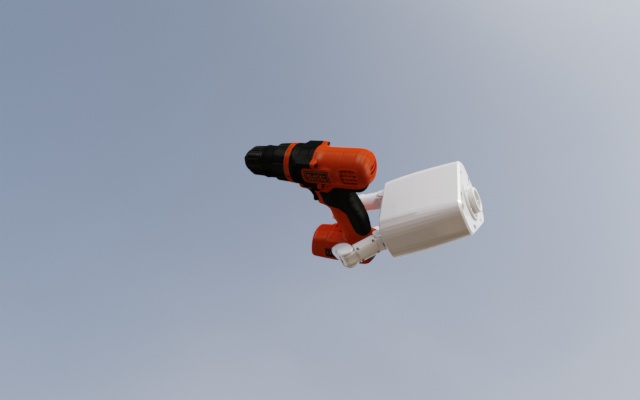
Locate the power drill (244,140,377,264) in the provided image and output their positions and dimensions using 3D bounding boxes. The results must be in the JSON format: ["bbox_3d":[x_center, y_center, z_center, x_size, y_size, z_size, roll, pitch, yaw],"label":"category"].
[{"bbox_3d":[0.000,0.002,0.647,0.184,0.057,0.188,7,-41,29],"label":"power drill"}]
